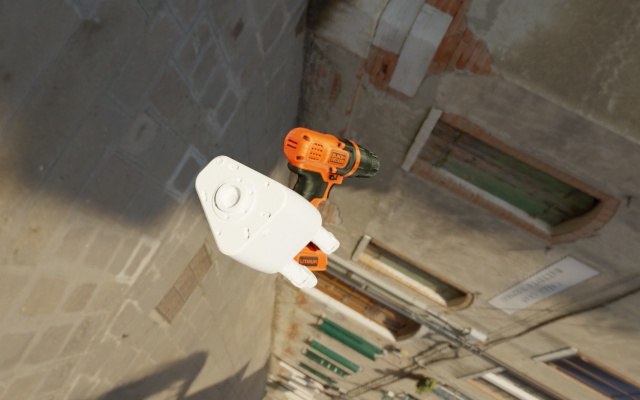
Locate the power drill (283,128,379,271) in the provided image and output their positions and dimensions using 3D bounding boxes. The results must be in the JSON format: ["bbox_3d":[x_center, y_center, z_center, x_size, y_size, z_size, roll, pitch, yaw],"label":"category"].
[{"bbox_3d":[0.000,0.003,0.663,0.057,0.187,0.184,24,10,41],"label":"power drill"}]
